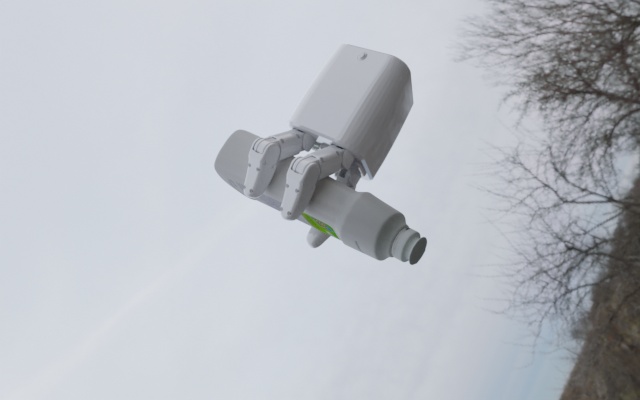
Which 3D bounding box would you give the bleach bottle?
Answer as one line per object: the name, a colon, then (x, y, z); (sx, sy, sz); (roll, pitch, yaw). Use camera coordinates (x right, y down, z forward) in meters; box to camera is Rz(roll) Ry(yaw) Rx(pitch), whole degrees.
bleach bottle: (0.000, 0.002, 0.505); (0.250, 0.068, 0.103); (27, -7, 35)
